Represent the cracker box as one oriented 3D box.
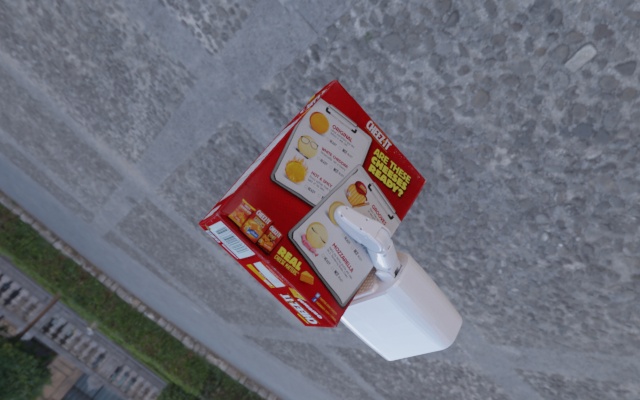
[{"bbox_3d":[0.000,0.002,0.519,0.164,0.213,0.072,46,-31,-15],"label":"cracker box"}]
